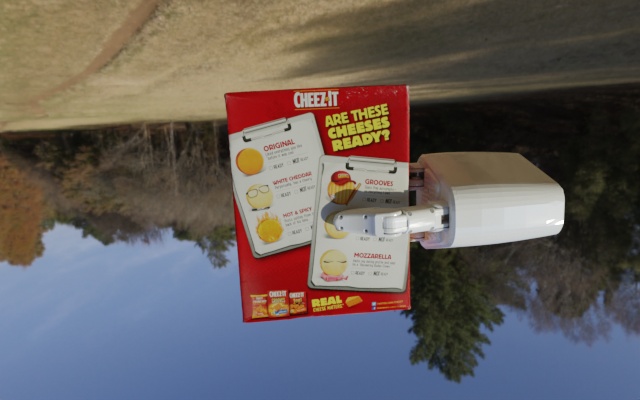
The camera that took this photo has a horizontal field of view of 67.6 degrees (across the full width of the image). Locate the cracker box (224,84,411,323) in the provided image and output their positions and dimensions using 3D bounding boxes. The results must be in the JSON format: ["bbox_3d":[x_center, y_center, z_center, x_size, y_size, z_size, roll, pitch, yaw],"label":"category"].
[{"bbox_3d":[0.000,0.002,0.464,0.164,0.214,0.072,-4,10,-5],"label":"cracker box"}]
